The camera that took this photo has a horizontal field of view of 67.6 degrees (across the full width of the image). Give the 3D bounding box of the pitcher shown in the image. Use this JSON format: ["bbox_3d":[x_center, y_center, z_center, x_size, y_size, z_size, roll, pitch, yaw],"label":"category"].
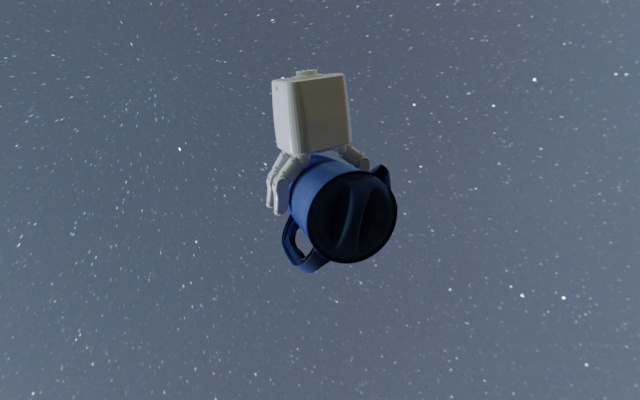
[{"bbox_3d":[0.000,0.002,0.747,0.149,0.145,0.242,-12,19,-17],"label":"pitcher"}]
